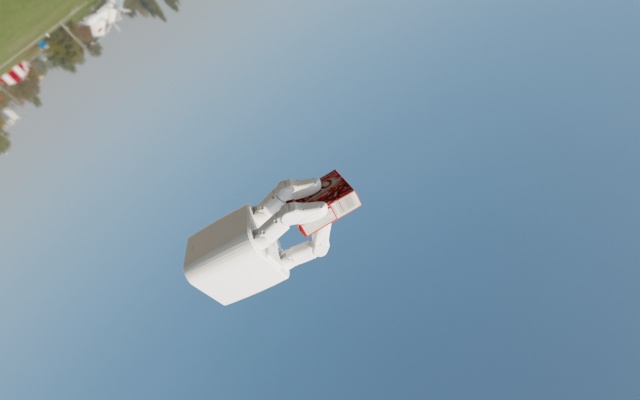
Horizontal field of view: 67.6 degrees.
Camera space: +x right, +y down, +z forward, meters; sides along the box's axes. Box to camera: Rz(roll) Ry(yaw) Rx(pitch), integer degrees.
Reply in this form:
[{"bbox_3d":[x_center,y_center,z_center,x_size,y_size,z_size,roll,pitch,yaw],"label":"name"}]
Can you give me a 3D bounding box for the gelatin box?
[{"bbox_3d":[0.001,0.002,0.651,0.089,0.030,0.073,-30,32,-4],"label":"gelatin box"}]
